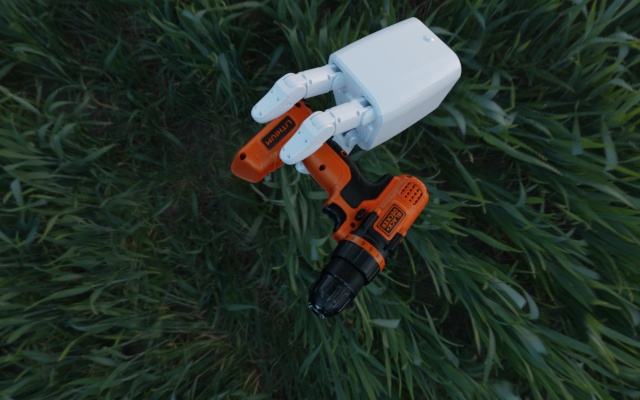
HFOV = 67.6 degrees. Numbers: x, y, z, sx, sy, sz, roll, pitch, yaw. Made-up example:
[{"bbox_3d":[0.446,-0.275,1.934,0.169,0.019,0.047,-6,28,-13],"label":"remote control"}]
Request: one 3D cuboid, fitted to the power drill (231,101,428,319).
[{"bbox_3d":[0.000,0.001,0.499,0.187,0.184,0.057,42,-25,-1],"label":"power drill"}]
